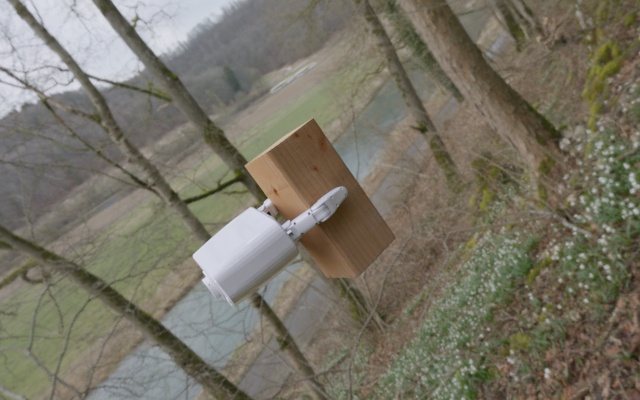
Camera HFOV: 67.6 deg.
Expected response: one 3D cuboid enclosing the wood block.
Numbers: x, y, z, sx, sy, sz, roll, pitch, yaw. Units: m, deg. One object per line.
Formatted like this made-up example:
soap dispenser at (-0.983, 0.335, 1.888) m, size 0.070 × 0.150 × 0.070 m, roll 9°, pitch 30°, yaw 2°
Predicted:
wood block at (0.000, 0.002, 0.677) m, size 0.090 × 0.206 × 0.091 m, roll -41°, pitch 12°, yaw -27°
